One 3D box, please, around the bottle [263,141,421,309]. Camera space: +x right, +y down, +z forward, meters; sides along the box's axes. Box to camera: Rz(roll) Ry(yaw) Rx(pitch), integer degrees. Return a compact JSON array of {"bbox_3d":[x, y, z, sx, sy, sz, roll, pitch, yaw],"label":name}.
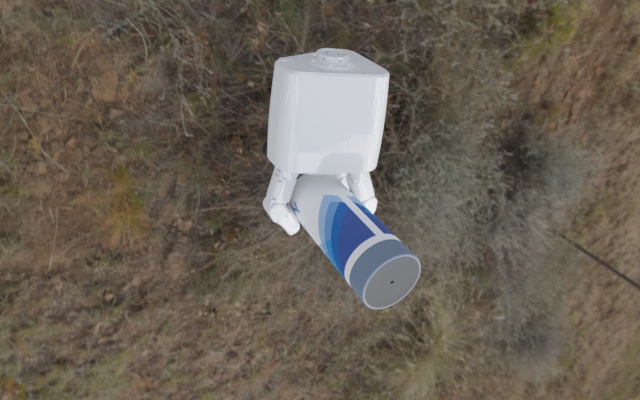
[{"bbox_3d":[0.000,0.002,0.556,0.069,0.069,0.295,0,31,-33],"label":"bottle"}]
